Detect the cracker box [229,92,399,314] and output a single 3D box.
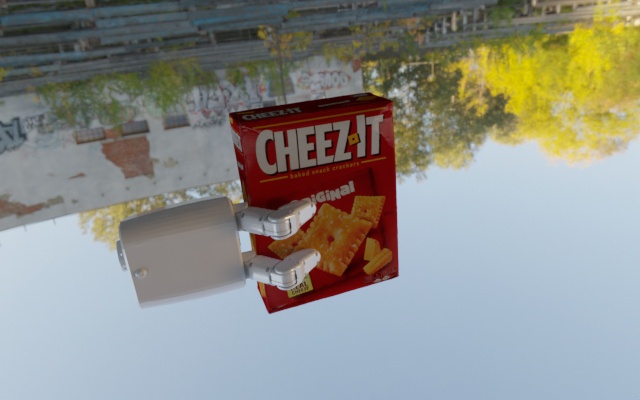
[{"bbox_3d":[0.000,0.002,0.527,0.164,0.214,0.072,-12,23,-16],"label":"cracker box"}]
